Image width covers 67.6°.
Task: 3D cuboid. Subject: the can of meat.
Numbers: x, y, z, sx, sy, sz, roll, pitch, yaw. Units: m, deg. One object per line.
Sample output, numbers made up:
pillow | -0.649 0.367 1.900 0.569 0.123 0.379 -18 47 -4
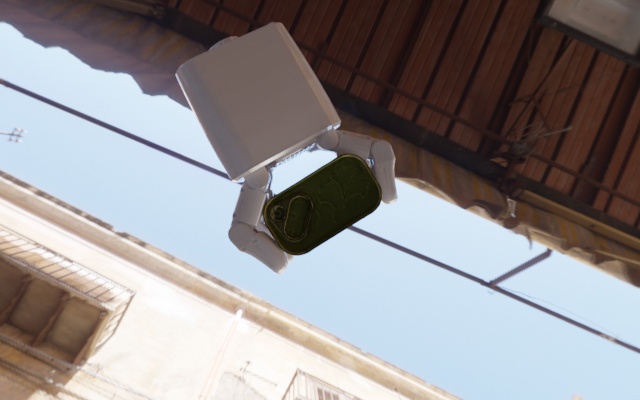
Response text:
can of meat | 0.000 0.001 0.448 0.102 0.057 0.084 -32 4 -1
